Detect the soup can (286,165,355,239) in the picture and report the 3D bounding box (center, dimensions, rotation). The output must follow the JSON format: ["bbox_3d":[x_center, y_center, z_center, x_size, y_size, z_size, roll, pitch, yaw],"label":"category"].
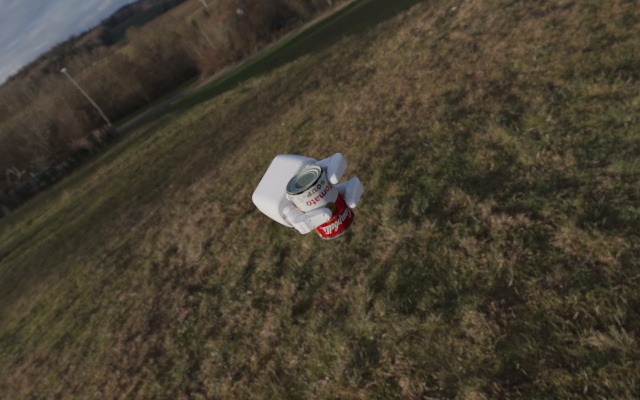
[{"bbox_3d":[0.000,0.002,0.754,0.068,0.102,0.068,-26,30,17],"label":"soup can"}]
